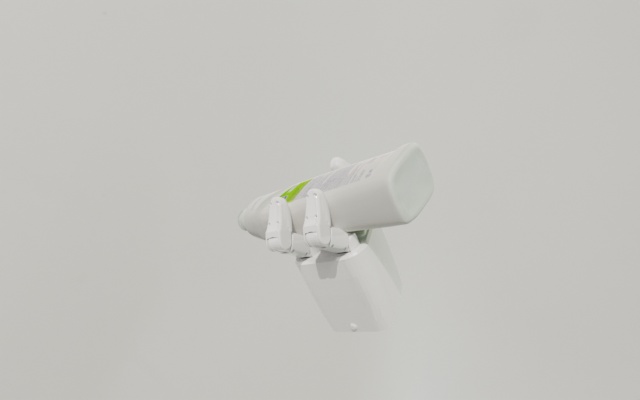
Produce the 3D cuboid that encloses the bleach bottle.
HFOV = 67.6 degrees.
[{"bbox_3d":[0.000,0.002,0.570,0.251,0.068,0.102,-12,21,38],"label":"bleach bottle"}]
